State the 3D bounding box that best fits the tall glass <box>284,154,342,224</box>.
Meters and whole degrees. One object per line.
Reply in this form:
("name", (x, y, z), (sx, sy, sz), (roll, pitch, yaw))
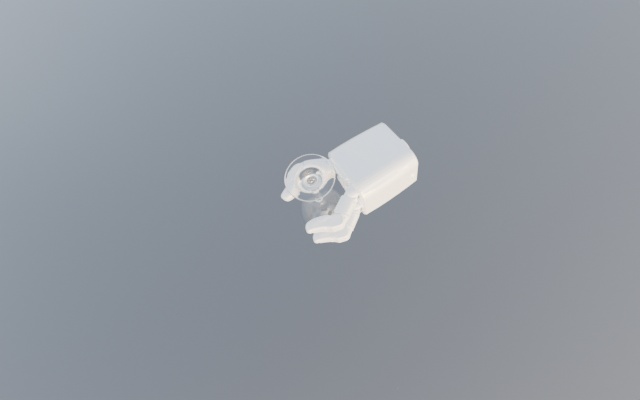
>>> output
("tall glass", (0.000, 0.002, 0.769), (0.079, 0.079, 0.201), (0, -21, 9))
